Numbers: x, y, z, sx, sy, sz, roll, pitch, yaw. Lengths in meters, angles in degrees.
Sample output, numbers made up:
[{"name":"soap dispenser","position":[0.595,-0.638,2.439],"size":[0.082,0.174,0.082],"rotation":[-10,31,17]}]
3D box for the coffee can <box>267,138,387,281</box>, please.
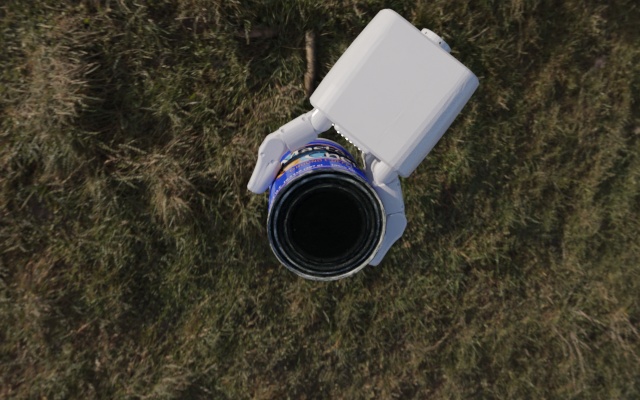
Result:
[{"name":"coffee can","position":[0.000,0.002,0.469],"size":[0.103,0.103,0.140],"rotation":[0,18,-5]}]
